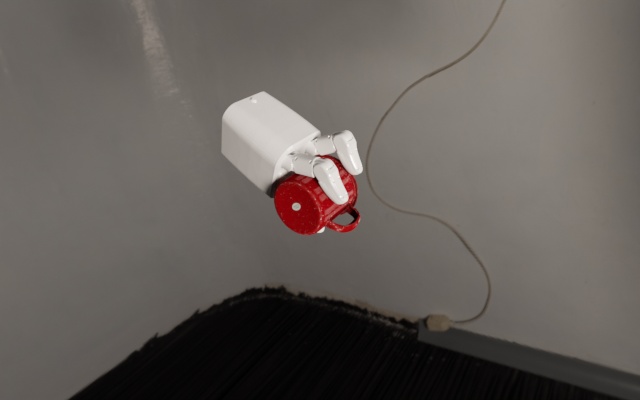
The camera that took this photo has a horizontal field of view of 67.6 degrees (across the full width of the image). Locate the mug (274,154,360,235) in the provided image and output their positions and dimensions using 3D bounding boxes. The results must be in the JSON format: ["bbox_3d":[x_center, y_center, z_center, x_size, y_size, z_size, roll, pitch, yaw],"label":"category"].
[{"bbox_3d":[0.001,0.003,0.645,0.117,0.093,0.081,39,43,13],"label":"mug"}]
